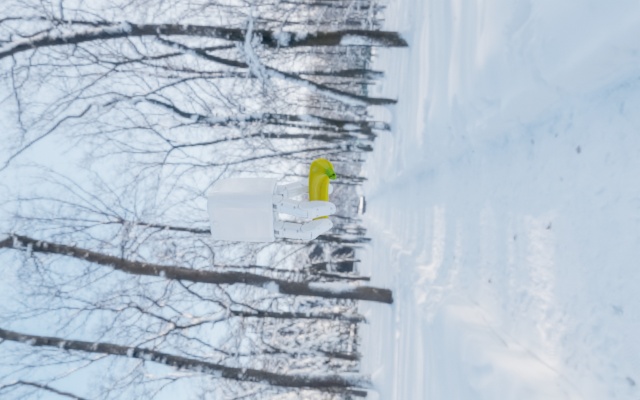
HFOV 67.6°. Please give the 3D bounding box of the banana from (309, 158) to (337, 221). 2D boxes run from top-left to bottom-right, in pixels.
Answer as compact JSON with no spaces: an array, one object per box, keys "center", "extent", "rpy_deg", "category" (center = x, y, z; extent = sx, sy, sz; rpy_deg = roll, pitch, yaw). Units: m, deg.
[{"center":[-0.001,-0.015,0.811],"extent":[0.037,0.069,0.198],"rpy_deg":[-3,-29,-5],"category":"banana"}]
